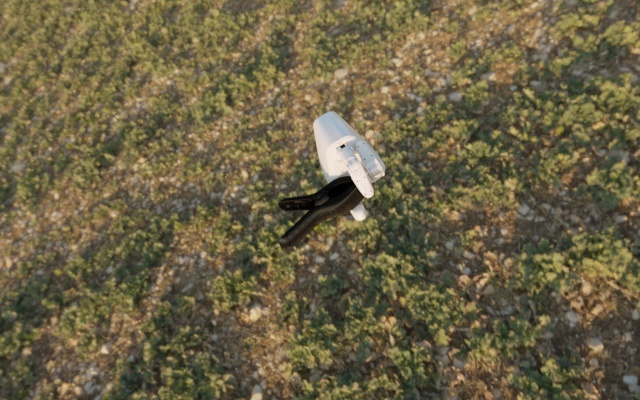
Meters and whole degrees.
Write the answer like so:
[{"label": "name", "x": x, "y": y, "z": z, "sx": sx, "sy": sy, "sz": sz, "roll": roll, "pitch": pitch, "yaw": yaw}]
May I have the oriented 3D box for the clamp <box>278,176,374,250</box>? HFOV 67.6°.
[{"label": "clamp", "x": 0.000, "y": 0.002, "z": 0.774, "sx": 0.171, "sy": 0.039, "sz": 0.120, "roll": -29, "pitch": 38, "yaw": 3}]
